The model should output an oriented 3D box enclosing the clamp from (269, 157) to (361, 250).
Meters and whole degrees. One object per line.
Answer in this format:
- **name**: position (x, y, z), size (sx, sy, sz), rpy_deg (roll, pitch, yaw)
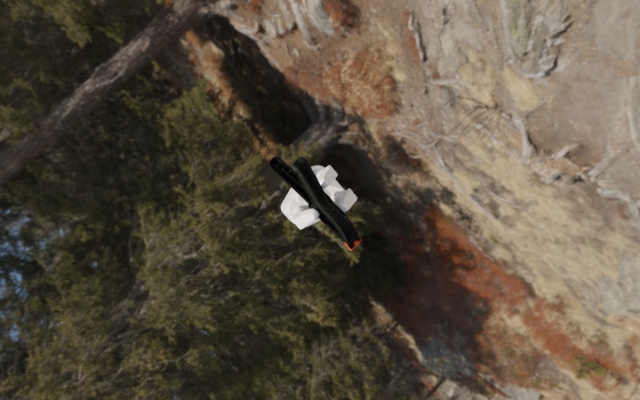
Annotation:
- **clamp**: position (0.000, 0.004, 0.805), size (0.036, 0.210, 0.164), rpy_deg (-44, 11, -10)
